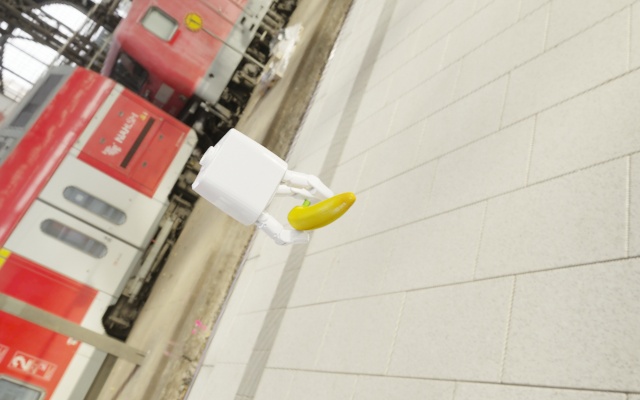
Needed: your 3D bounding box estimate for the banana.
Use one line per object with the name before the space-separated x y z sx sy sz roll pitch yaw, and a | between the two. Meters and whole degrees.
banana | -0.011 0.018 0.754 0.037 0.069 0.198 38 -16 -18
